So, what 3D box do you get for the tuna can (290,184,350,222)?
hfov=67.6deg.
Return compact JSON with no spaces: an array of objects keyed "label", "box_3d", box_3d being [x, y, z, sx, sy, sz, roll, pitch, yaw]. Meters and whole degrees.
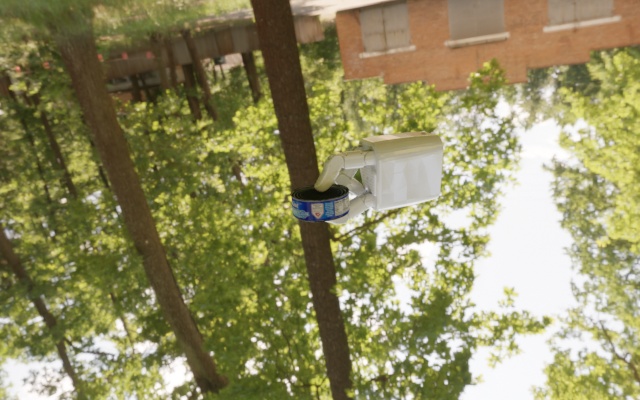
[{"label":"tuna can","box_3d":[0.000,0.003,0.698,0.086,0.034,0.086,-4,17,1]}]
